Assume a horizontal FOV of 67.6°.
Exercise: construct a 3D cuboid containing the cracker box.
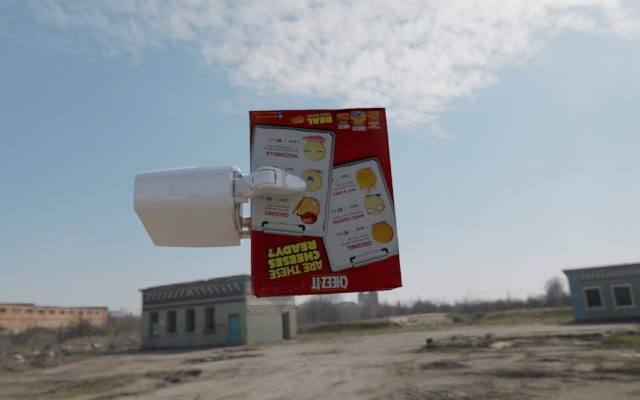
[{"bbox_3d":[0.000,0.002,0.561,0.164,0.213,0.072,-2,-14,-4],"label":"cracker box"}]
